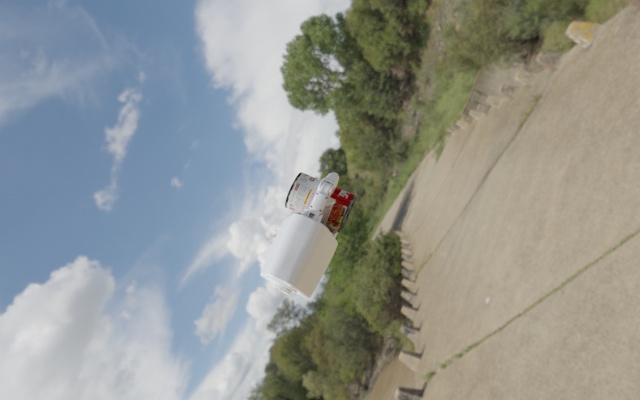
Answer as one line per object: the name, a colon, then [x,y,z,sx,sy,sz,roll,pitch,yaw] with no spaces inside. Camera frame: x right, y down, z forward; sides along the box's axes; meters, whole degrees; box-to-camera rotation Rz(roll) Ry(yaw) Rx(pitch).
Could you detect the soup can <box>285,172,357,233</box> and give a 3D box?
soup can: [0.000,0.002,0.796,0.102,0.068,0.068,24,3,7]
